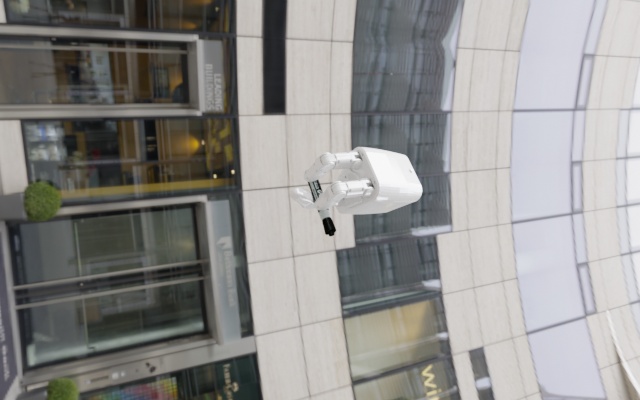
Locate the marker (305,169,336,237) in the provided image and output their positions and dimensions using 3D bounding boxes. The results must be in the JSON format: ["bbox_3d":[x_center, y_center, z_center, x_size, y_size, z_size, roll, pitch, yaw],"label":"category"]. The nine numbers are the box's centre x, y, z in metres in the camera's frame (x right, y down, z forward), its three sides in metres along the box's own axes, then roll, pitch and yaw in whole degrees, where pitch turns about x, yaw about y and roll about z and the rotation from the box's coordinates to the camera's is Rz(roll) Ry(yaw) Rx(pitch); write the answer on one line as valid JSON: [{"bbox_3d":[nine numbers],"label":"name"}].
[{"bbox_3d":[0.000,0.002,0.763,0.020,0.121,0.020,-15,-26,-8],"label":"marker"}]
